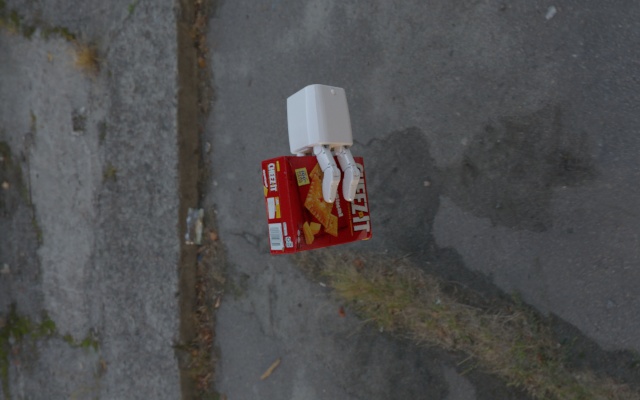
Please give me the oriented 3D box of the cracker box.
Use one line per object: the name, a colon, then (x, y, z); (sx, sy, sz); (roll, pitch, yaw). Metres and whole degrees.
cracker box: (0.000, 0.003, 0.873); (0.072, 0.164, 0.213); (-7, -2, 44)
